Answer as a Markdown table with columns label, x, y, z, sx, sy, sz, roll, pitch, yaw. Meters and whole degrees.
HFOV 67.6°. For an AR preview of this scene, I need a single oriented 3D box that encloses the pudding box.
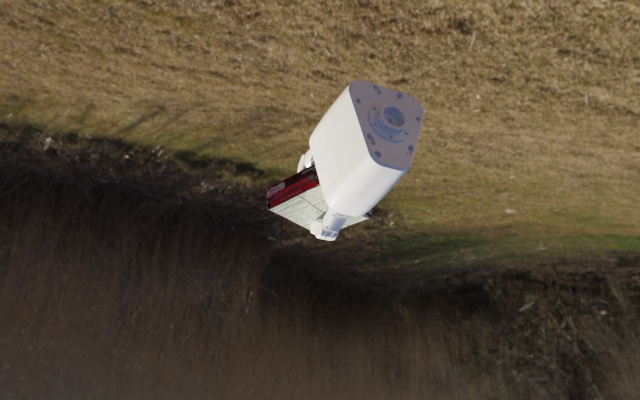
| label | x | y | z | sx | sy | sz | roll | pitch | yaw |
| --- | --- | --- | --- | --- | --- | --- | --- | --- | --- |
| pudding box | 0.000 | 0.002 | 0.619 | 0.090 | 0.039 | 0.113 | -23 | -38 | 33 |
